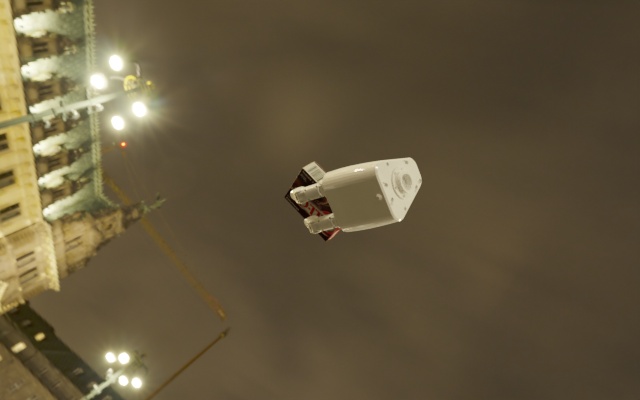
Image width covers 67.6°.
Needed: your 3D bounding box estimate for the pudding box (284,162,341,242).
[{"bbox_3d":[0.000,0.003,0.815,0.039,0.113,0.090,-33,-14,-41],"label":"pudding box"}]
